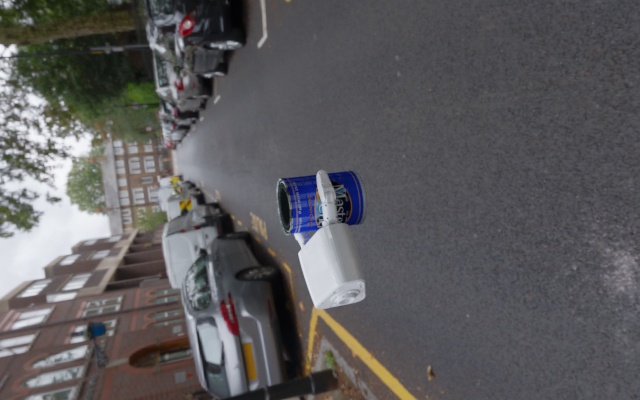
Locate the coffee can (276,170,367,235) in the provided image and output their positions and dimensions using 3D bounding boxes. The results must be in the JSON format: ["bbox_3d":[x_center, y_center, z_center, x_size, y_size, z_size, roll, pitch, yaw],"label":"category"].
[{"bbox_3d":[0.000,0.003,0.865,0.140,0.103,0.103,-7,2,-17],"label":"coffee can"}]
